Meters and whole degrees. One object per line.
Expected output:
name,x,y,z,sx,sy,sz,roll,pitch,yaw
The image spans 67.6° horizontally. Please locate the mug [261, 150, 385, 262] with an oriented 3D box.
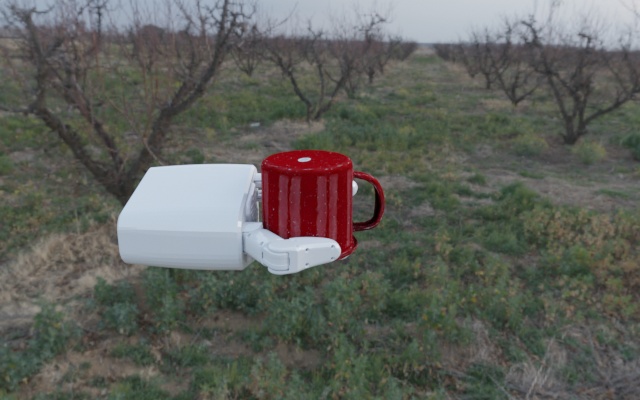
mug,0.002,0.001,0.432,0.117,0.081,0.093,0,18,-1
